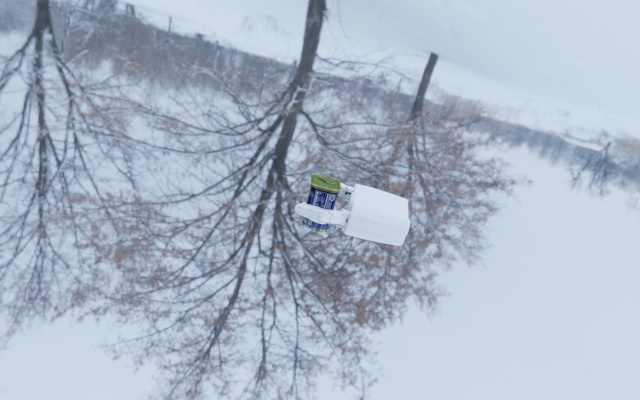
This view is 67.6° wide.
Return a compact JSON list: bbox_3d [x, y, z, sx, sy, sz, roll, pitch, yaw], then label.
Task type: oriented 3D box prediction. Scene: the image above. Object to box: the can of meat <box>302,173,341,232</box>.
[{"bbox_3d":[0.000,0.003,0.887,0.057,0.084,0.102,14,15,-3],"label":"can of meat"}]
